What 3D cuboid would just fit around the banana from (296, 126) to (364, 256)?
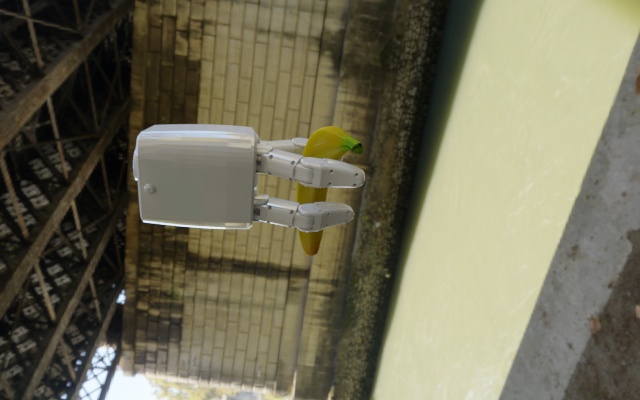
[{"bbox_3d":[-0.003,-0.015,0.518,0.037,0.069,0.198,-3,-35,-16],"label":"banana"}]
